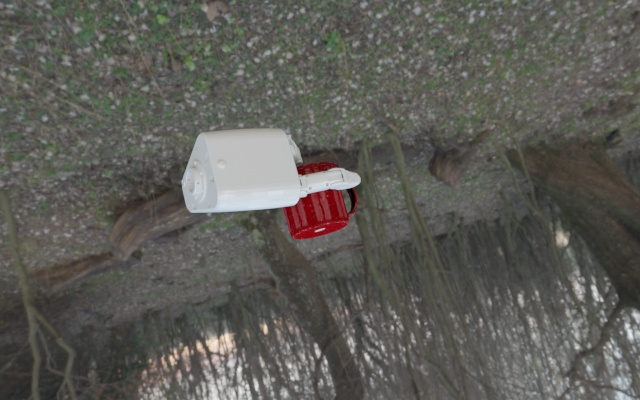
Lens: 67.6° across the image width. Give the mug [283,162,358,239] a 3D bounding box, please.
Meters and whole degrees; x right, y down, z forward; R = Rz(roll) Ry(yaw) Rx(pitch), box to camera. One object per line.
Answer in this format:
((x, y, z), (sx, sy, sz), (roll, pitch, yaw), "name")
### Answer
((0.001, 0.002, 0.650), (0.117, 0.081, 0.093), (-6, -16, -34), "mug")
